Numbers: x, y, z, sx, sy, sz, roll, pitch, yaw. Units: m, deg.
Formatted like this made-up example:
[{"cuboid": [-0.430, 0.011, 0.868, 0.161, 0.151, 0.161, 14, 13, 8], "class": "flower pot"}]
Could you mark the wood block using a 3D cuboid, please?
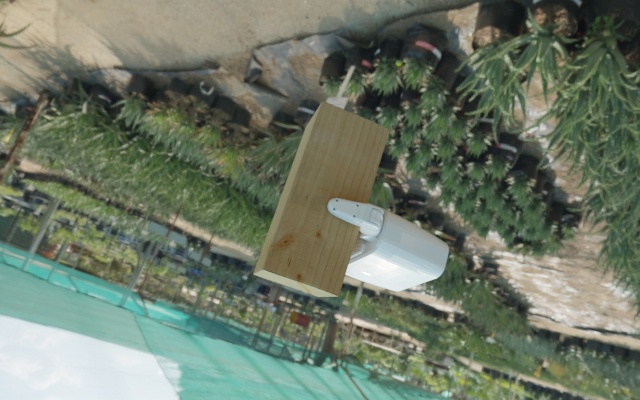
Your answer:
[{"cuboid": [0.000, 0.002, 0.572, 0.090, 0.206, 0.091, 21, -16, -11], "class": "wood block"}]
